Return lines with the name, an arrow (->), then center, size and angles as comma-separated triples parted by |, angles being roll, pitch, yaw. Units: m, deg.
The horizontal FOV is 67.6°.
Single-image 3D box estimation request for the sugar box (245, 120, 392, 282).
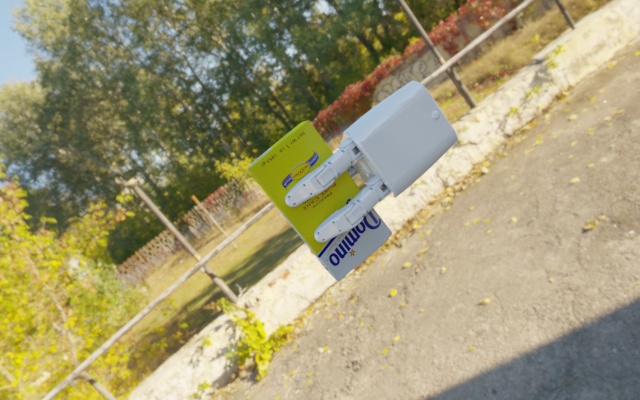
sugar box -> 0.000, 0.002, 0.577 | 0.093, 0.176, 0.048 | -40, 11, -7
